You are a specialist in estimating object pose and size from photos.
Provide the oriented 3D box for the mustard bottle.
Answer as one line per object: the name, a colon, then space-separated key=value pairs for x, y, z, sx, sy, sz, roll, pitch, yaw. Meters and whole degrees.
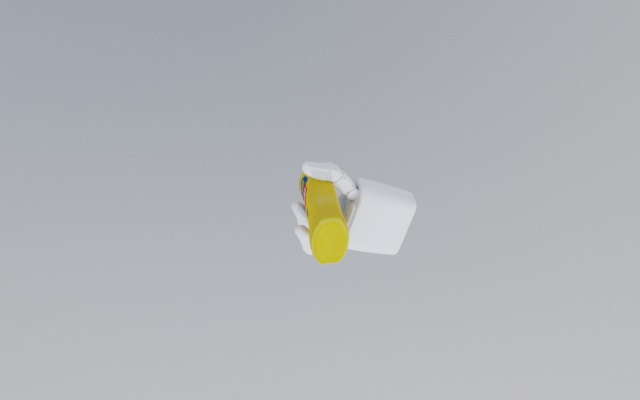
mustard bottle: x=0.000 y=0.003 z=0.761 sx=0.058 sy=0.096 sz=0.191 roll=-7 pitch=41 yaw=-5
